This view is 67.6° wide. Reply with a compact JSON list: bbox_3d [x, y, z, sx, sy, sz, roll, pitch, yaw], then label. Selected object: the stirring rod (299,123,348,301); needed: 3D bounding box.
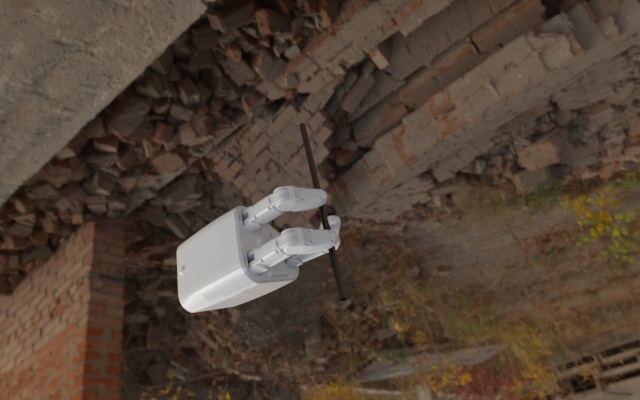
[{"bbox_3d":[0.000,0.002,0.550,0.011,0.239,0.011,-10,-33,-6],"label":"stirring rod"}]
